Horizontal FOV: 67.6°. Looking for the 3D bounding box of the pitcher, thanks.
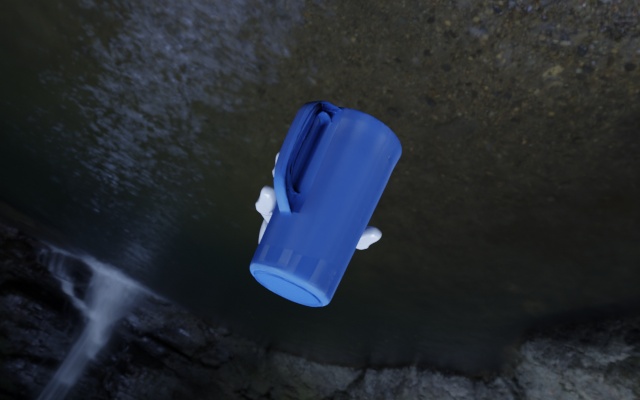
[{"bbox_3d":[0.000,0.002,0.619,0.149,0.242,0.145,26,-23,-2],"label":"pitcher"}]
